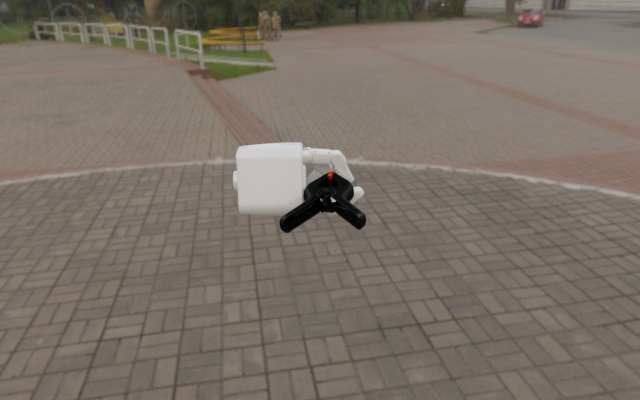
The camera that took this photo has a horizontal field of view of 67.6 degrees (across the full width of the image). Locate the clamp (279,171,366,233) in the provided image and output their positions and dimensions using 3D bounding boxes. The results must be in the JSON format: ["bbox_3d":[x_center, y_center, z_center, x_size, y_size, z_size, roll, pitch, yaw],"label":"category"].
[{"bbox_3d":[0.000,0.002,0.720,0.120,0.039,0.171,-1,23,-2],"label":"clamp"}]
